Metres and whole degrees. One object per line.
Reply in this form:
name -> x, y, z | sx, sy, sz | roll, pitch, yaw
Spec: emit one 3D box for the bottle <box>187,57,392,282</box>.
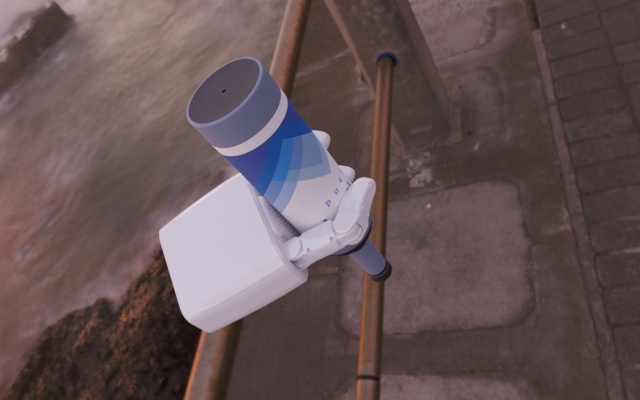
bottle -> 0.000, 0.001, 0.441 | 0.069, 0.069, 0.296 | 0, -33, 34
